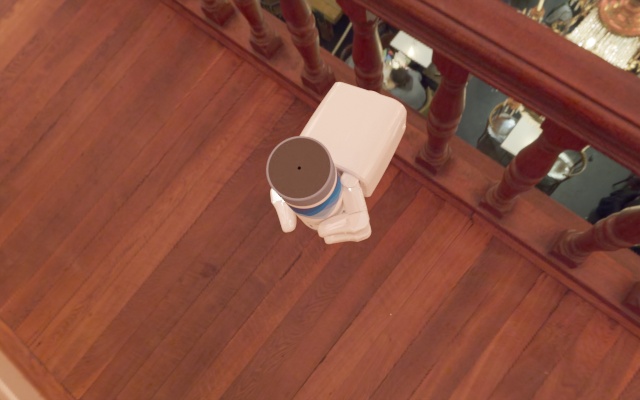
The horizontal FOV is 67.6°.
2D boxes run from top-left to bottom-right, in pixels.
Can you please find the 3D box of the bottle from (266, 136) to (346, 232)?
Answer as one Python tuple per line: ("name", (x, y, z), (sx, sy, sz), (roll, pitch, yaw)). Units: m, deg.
("bottle", (0.000, 0.002, 0.605), (0.069, 0.069, 0.296), (0, -13, 8))
